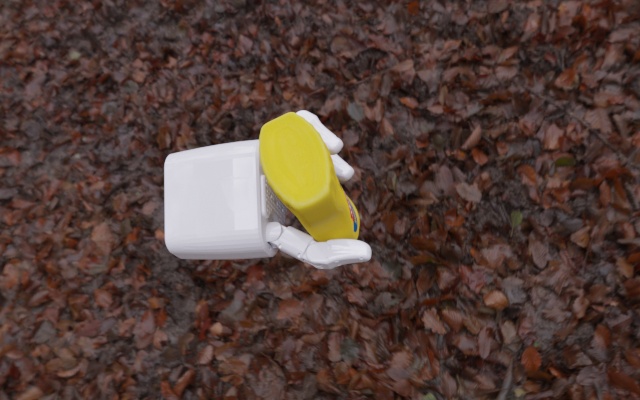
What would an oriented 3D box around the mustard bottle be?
[{"bbox_3d":[0.000,0.001,0.478,0.058,0.096,0.192,-27,-28,2],"label":"mustard bottle"}]
